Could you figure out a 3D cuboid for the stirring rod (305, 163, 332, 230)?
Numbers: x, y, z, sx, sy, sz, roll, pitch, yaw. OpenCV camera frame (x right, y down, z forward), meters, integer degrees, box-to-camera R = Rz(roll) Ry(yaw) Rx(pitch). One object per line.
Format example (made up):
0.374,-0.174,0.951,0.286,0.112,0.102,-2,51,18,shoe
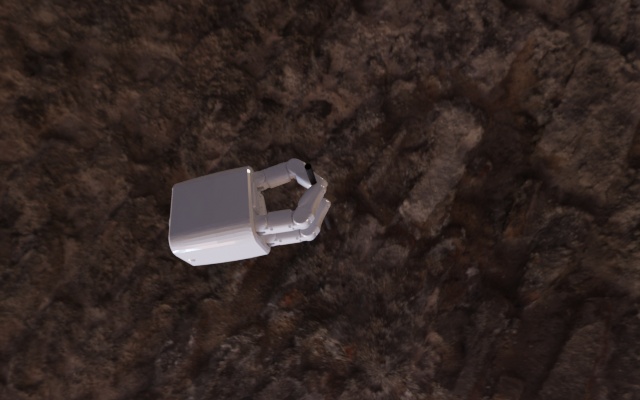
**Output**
0.000,0.002,0.652,0.011,0.011,0.240,0,-20,7,stirring rod
